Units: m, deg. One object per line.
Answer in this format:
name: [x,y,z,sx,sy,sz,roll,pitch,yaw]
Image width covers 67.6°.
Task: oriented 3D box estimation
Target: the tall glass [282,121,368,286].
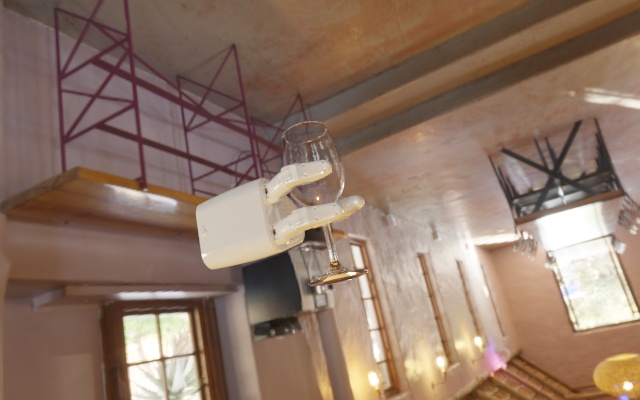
tall glass: [0.000,0.003,0.607,0.079,0.201,0.079,-11,-17,-4]
